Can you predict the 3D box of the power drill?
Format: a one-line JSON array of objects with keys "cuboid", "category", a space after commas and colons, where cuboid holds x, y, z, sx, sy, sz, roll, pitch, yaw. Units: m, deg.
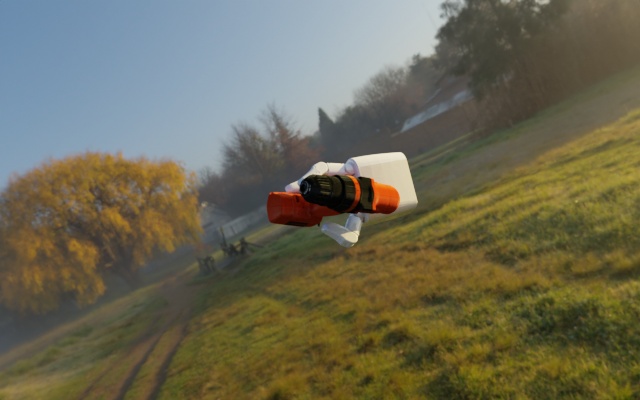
[{"cuboid": [0.000, 0.002, 0.737, 0.184, 0.057, 0.187, 9, -13, -41], "category": "power drill"}]
